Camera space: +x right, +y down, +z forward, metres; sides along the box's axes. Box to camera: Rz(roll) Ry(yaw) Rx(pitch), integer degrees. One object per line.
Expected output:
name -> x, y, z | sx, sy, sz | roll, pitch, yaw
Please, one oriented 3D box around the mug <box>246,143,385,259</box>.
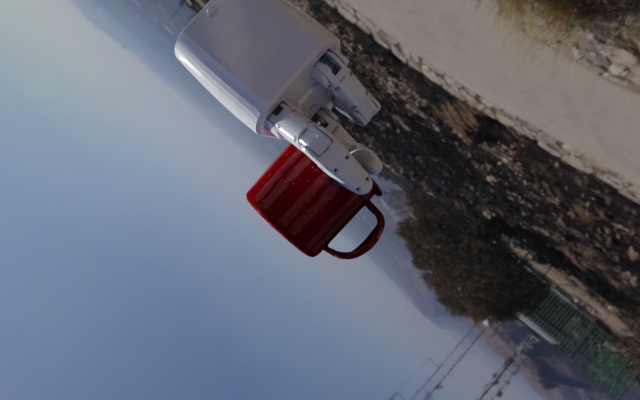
mug -> 0.001, 0.002, 0.405 | 0.117, 0.081, 0.093 | 42, -1, 14
